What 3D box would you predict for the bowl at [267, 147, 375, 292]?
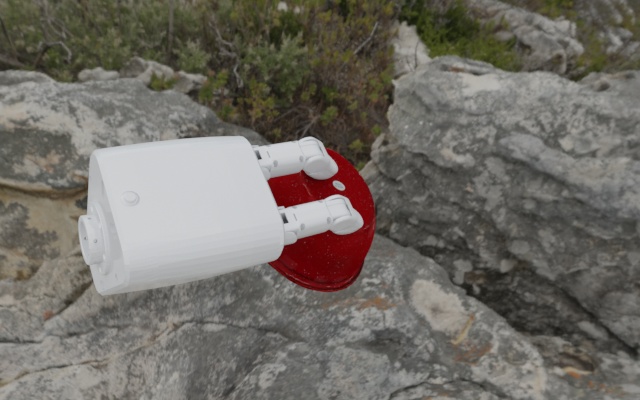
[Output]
[{"bbox_3d":[0.001,0.001,0.452,0.162,0.162,0.055,0,-31,-48],"label":"bowl"}]
